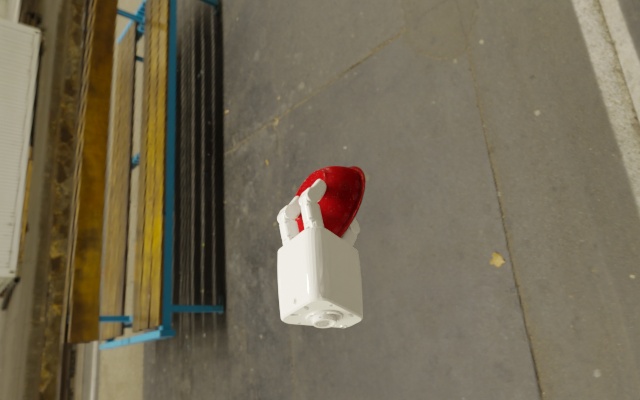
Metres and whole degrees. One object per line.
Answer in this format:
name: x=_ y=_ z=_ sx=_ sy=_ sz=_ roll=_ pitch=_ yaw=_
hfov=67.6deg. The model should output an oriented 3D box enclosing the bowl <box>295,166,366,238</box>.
bowl: x=0.000 y=0.002 z=0.771 sx=0.055 sy=0.162 sz=0.162 roll=31 pitch=-13 yaw=-23
